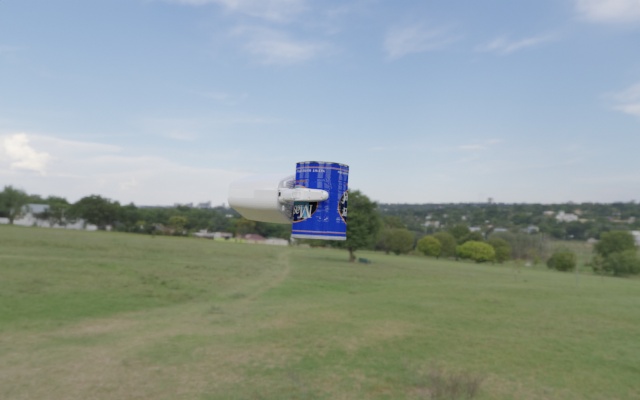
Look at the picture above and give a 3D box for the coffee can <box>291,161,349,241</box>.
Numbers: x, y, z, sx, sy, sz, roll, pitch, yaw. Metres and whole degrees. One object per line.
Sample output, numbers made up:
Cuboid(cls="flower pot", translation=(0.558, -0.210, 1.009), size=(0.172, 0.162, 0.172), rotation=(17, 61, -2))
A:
Cuboid(cls="coffee can", translation=(0.000, 0.003, 0.897), size=(0.103, 0.140, 0.103), rotation=(3, -4, 0))
